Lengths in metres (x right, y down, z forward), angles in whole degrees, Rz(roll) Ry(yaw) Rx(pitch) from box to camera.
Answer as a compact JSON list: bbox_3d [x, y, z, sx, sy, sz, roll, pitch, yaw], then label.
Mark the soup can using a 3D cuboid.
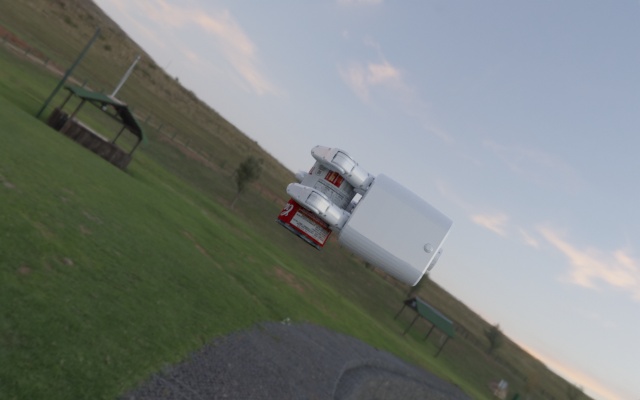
[{"bbox_3d":[0.000,0.001,0.596,0.068,0.102,0.068,33,-7,4],"label":"soup can"}]
